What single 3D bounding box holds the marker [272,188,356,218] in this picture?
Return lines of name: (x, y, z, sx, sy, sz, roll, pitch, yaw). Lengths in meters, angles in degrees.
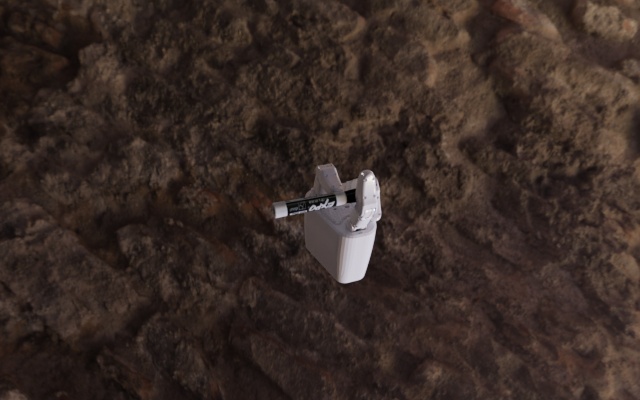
marker: (0.000, 0.002, 0.595, 0.121, 0.020, 0.020, -11, 3, -16)
